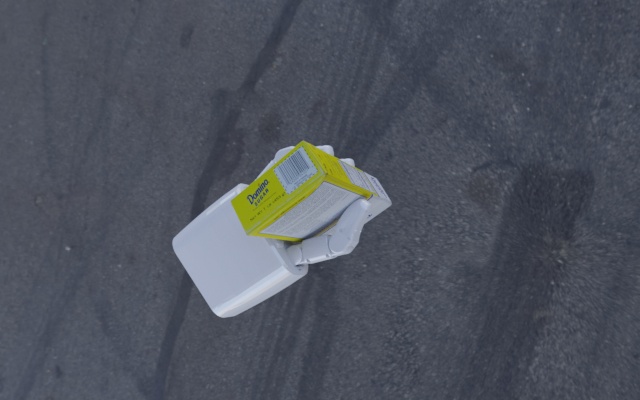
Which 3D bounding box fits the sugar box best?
[{"bbox_3d":[0.000,0.001,0.488,0.093,0.048,0.176,-37,-20,17],"label":"sugar box"}]
